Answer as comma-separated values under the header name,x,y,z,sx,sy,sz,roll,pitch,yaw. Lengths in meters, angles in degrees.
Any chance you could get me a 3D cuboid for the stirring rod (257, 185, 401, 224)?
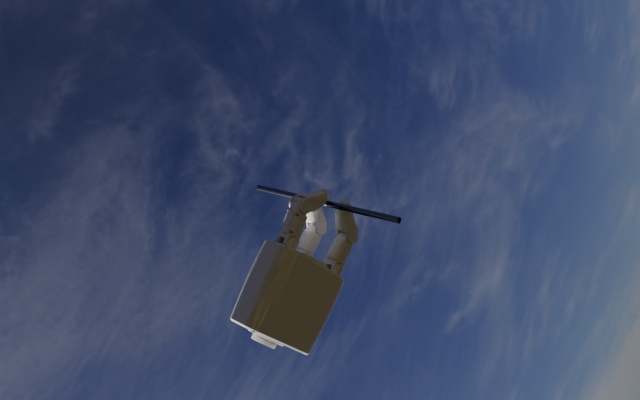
name,x,y,z,sx,sy,sz,roll,pitch,yaw
stirring rod,0.000,0.002,0.628,0.239,0.011,0.011,13,8,39
